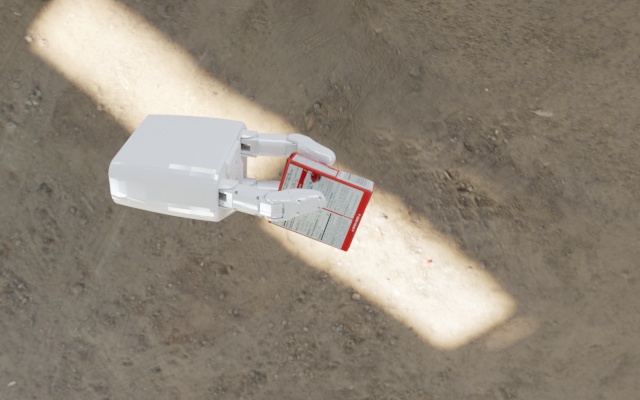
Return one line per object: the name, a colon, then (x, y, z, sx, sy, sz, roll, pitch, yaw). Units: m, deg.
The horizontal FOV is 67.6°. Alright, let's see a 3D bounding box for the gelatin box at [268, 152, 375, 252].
gelatin box: (0.000, 0.002, 0.478, 0.089, 0.073, 0.030, 21, 26, 2)
